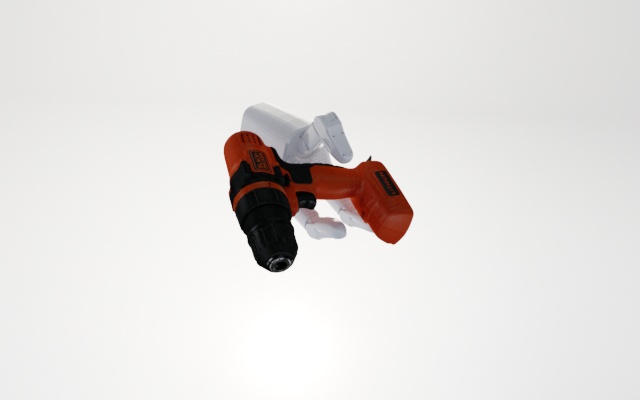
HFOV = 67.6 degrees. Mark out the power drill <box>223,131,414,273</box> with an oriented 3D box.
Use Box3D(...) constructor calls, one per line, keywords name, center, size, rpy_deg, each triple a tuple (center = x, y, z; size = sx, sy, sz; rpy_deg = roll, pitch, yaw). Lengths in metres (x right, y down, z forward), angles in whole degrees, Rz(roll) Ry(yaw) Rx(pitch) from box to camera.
Box3D(name="power drill", center=(0.000, 0.002, 0.490), size=(0.187, 0.057, 0.184), rpy_deg=(8, 39, -28))
